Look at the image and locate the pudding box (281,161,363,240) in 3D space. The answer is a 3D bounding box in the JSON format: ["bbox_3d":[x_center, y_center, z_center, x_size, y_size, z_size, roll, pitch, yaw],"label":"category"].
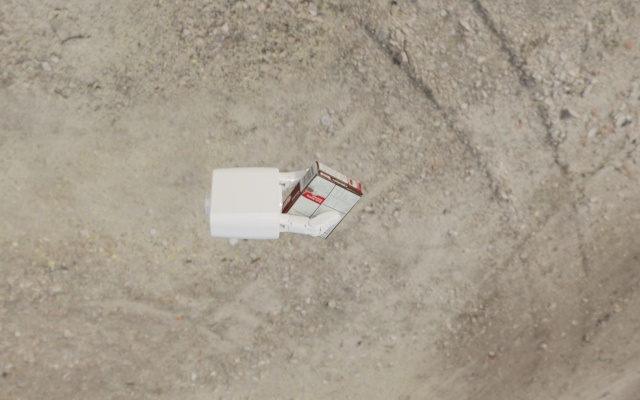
[{"bbox_3d":[0.000,0.003,0.773,0.090,0.113,0.039,25,34,-23],"label":"pudding box"}]
